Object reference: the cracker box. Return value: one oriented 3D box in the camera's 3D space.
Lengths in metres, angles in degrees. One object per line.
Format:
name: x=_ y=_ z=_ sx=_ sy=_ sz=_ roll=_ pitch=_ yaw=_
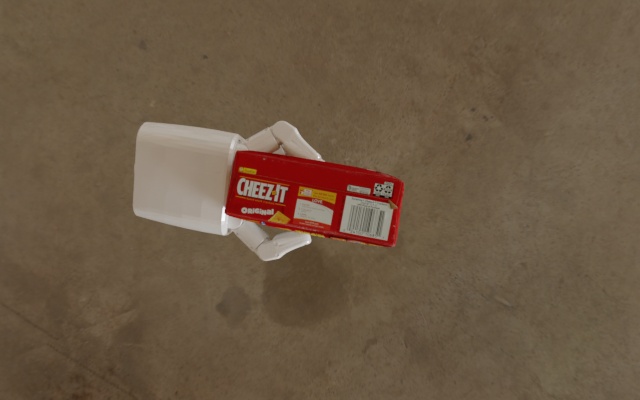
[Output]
cracker box: x=0.000 y=0.002 z=0.544 sx=0.164 sy=0.072 sz=0.214 roll=10 pitch=-2 yaw=4
